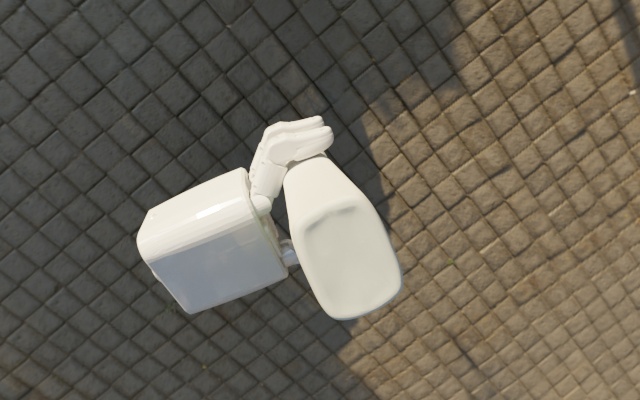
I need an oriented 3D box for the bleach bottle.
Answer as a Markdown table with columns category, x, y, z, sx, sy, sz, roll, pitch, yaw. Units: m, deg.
| category | x | y | z | sx | sy | sz | roll | pitch | yaw |
| --- | --- | --- | --- | --- | --- | --- | --- | --- | --- |
| bleach bottle | 0.000 | 0.001 | 0.456 | 0.068 | 0.103 | 0.250 | -24 | 22 | -1 |
